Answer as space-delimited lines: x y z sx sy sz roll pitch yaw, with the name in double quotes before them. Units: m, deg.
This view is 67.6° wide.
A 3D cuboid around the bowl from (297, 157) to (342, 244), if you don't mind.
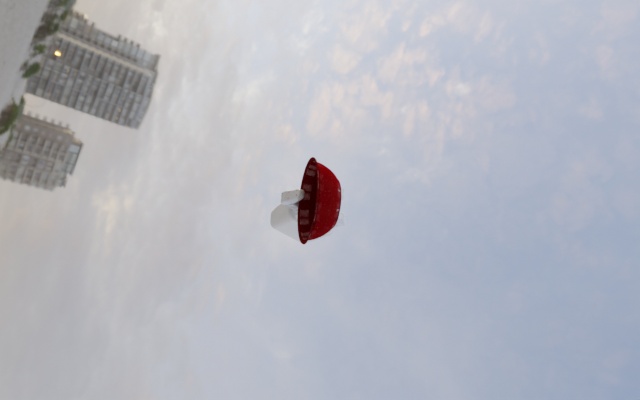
"bowl" 0.001 0.003 0.881 0.055 0.162 0.162 6 -2 -13
